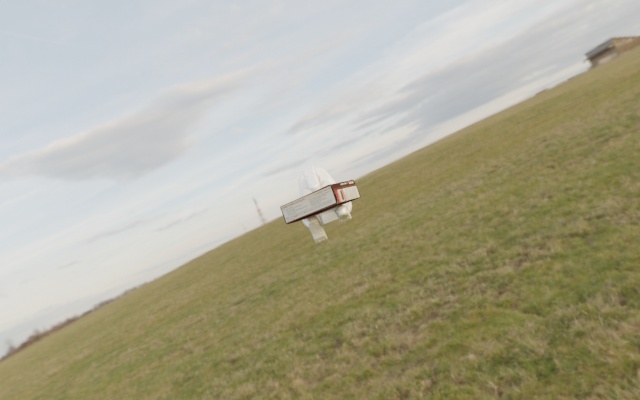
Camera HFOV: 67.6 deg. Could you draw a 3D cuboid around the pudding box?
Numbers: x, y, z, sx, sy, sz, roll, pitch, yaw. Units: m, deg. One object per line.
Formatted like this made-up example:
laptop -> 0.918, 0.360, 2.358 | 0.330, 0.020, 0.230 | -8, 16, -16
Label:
pudding box -> 0.000, 0.003, 0.828 | 0.113, 0.039, 0.090 | -25, -5, 30
